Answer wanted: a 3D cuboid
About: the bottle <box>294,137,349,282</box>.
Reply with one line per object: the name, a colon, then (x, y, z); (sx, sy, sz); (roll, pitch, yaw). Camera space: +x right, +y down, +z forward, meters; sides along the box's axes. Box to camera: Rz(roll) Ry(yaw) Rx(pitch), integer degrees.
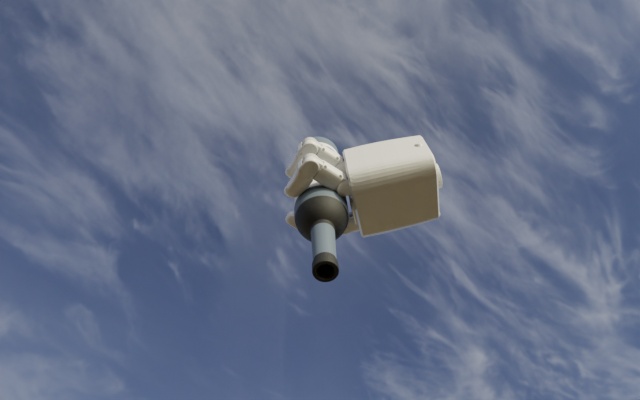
bottle: (0.000, 0.002, 0.610); (0.069, 0.069, 0.295); (0, 28, -2)
